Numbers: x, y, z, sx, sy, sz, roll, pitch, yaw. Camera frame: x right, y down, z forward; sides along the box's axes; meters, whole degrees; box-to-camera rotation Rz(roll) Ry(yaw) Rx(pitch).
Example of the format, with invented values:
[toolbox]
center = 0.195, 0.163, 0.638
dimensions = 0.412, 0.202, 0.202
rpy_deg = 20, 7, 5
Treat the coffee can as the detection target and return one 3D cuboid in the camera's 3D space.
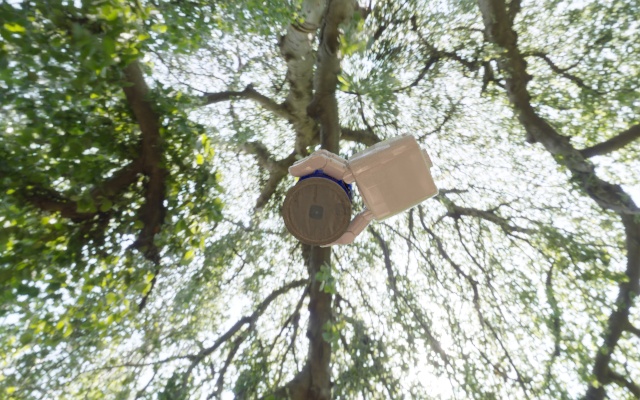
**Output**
[coffee can]
center = 0.000, 0.003, 0.761
dimensions = 0.103, 0.103, 0.140
rpy_deg = 0, 13, 5
